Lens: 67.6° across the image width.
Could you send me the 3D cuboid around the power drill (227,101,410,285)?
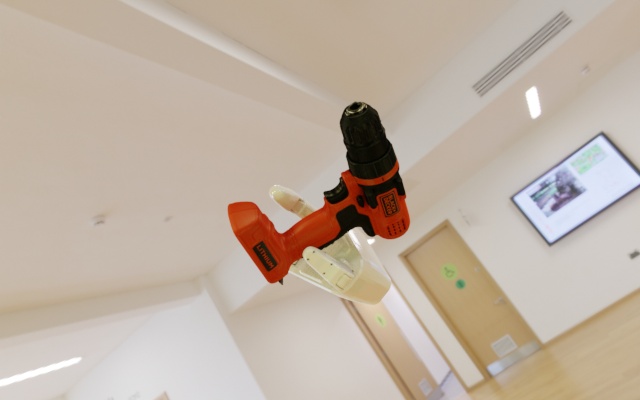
[{"bbox_3d":[0.000,0.002,0.515,0.187,0.185,0.057,-24,40,0],"label":"power drill"}]
